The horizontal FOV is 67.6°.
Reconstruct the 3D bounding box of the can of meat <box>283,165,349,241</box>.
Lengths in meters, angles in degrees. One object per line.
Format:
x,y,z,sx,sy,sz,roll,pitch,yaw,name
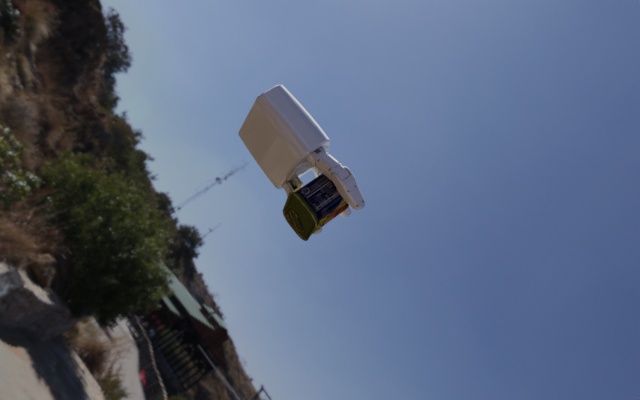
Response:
0.000,0.002,0.673,0.084,0.057,0.102,-36,-10,-22,can of meat
